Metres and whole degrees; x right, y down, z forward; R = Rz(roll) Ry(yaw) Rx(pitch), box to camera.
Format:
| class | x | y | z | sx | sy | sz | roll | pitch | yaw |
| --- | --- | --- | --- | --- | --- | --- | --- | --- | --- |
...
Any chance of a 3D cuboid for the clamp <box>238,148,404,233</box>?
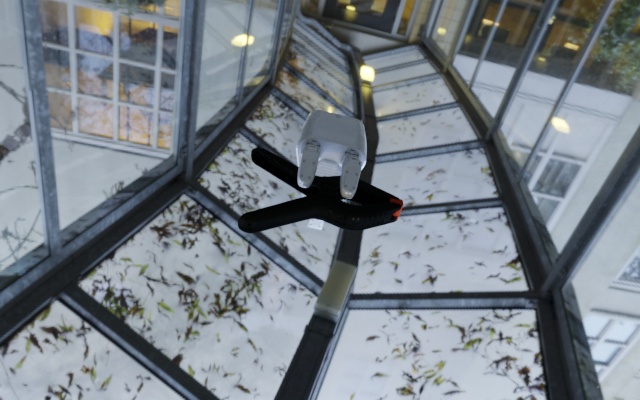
| class | x | y | z | sx | sy | sz | roll | pitch | yaw |
| --- | --- | --- | --- | --- | --- | --- | --- | --- | --- |
| clamp | 0.000 | 0.003 | 0.598 | 0.210 | 0.036 | 0.164 | 13 | 36 | -3 |
